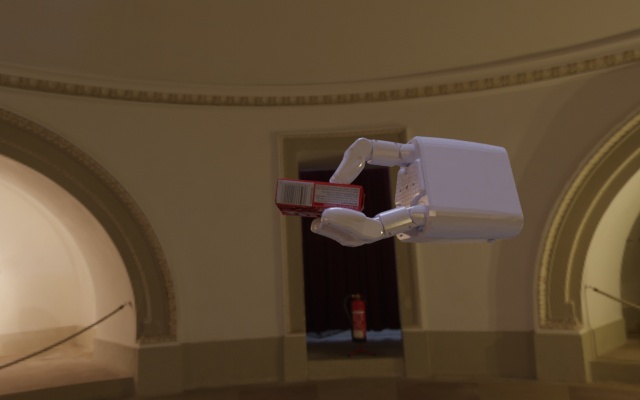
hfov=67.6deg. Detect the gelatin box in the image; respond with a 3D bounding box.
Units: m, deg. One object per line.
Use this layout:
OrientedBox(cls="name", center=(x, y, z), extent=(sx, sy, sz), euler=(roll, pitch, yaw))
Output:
OrientedBox(cls="gelatin box", center=(0.000, 0.001, 0.508), extent=(0.089, 0.030, 0.073), euler=(5, -10, 2))
